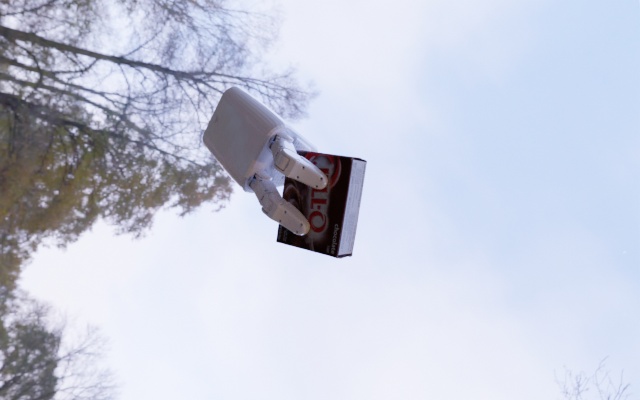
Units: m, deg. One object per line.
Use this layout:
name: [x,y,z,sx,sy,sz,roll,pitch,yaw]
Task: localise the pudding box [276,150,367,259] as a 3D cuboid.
pudding box: [0.000,0.002,0.546,0.090,0.113,0.039,11,6,37]
